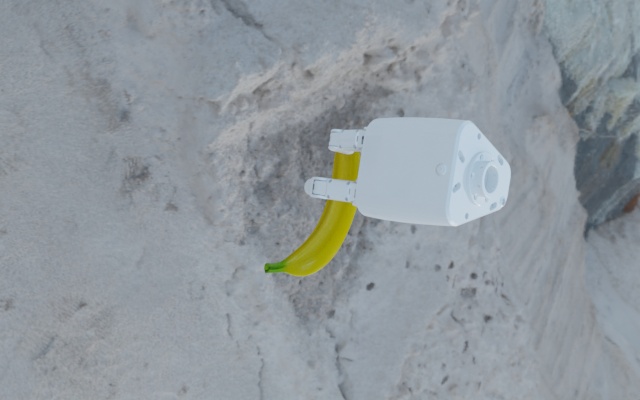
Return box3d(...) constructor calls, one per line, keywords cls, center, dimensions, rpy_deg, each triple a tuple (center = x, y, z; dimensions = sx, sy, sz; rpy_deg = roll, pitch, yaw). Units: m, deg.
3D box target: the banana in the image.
box3d(cls="banana", center=(0.010, 0.014, 0.573), dimensions=(0.070, 0.197, 0.037), rpy_deg=(39, -18, -35))
